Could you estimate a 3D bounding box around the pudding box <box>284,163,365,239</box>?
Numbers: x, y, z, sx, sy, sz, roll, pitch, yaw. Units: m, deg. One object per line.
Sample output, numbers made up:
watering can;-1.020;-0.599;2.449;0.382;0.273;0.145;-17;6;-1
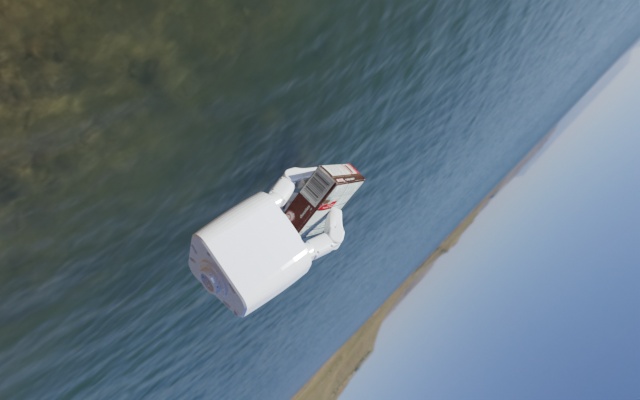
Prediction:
pudding box;0.000;0.002;0.659;0.113;0.039;0.090;-50;-18;24
